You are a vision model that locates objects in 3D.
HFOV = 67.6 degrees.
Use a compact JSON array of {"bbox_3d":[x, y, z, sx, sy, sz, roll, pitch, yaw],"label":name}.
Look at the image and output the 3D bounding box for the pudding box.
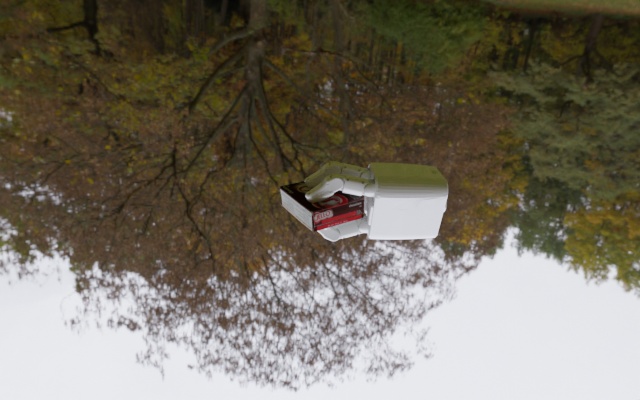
[{"bbox_3d":[0.000,0.003,0.733,0.090,0.039,0.113,-13,25,-27],"label":"pudding box"}]
